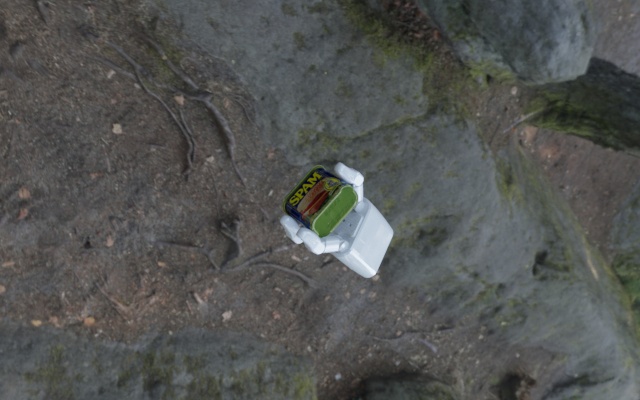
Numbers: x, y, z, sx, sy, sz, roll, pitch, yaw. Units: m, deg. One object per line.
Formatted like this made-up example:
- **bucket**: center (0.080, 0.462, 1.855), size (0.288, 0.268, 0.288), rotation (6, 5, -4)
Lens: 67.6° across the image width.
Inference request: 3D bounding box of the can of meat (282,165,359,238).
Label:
- **can of meat**: center (0.000, 0.003, 0.784), size (0.084, 0.102, 0.057), rotation (34, -11, 44)
